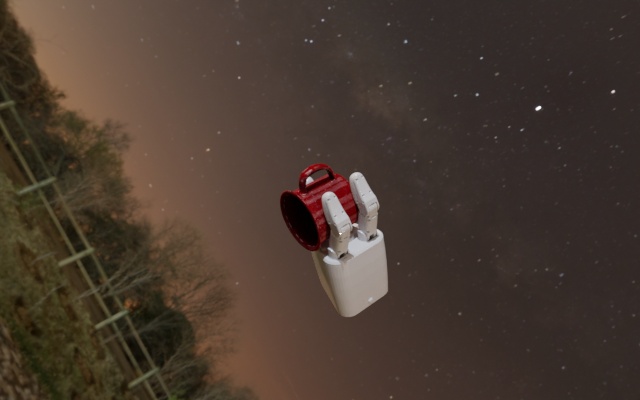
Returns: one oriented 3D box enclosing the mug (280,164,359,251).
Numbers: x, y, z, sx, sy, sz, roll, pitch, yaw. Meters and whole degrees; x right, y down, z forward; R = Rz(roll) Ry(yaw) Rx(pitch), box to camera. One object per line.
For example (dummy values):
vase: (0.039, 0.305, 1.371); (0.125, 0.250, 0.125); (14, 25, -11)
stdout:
mug: (0.000, 0.001, 0.668); (0.081, 0.117, 0.093); (-28, 34, -28)
